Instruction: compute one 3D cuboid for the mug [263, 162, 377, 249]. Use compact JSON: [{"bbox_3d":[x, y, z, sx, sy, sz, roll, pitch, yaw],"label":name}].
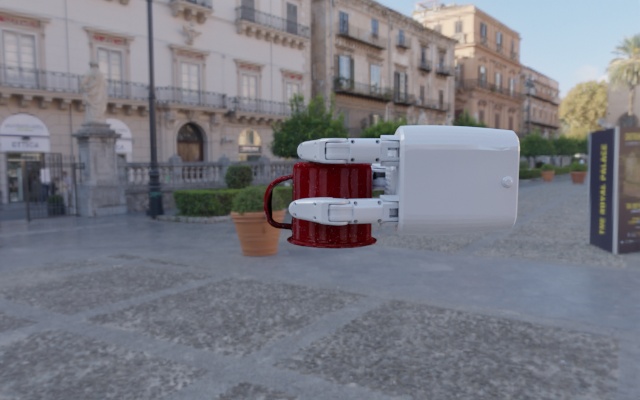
[{"bbox_3d":[-0.001,0.001,0.492,0.117,0.081,0.093,0,4,-2],"label":"mug"}]
